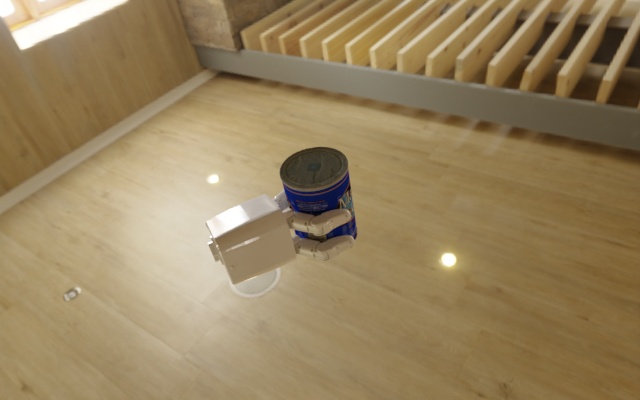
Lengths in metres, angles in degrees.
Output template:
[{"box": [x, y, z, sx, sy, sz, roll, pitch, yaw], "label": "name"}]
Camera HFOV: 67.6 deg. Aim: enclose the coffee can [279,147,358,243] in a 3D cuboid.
[{"box": [0.000, 0.002, 0.744, 0.103, 0.140, 0.102, -7, 40, 6], "label": "coffee can"}]
